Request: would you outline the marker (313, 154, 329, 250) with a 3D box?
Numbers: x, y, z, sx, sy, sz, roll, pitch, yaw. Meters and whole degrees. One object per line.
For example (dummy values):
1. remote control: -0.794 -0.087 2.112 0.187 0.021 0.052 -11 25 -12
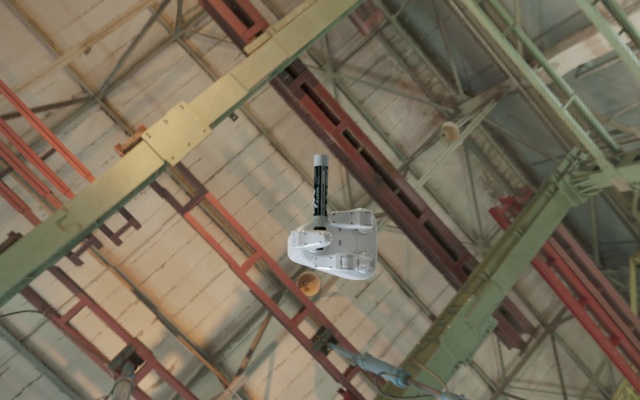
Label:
1. marker: 0.000 0.002 0.603 0.020 0.121 0.020 1 -9 0
